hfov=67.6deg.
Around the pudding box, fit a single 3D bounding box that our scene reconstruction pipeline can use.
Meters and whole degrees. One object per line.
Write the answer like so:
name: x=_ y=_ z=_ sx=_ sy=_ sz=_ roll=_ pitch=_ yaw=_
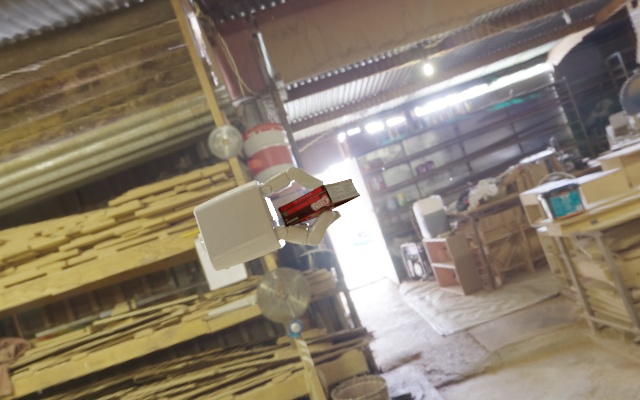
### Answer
pudding box: x=0.000 y=0.002 z=0.747 sx=0.090 sy=0.039 sz=0.113 roll=-26 pitch=-2 yaw=27
